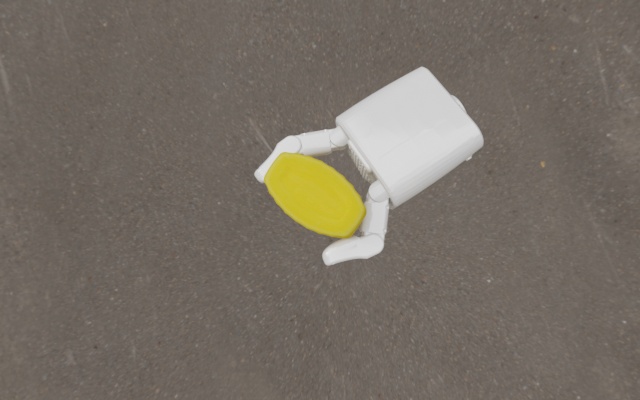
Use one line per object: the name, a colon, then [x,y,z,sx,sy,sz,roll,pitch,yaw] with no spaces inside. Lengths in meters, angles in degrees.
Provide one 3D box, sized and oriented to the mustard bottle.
mustard bottle: [0.000,0.002,0.509,0.096,0.058,0.191,33,-2,5]
